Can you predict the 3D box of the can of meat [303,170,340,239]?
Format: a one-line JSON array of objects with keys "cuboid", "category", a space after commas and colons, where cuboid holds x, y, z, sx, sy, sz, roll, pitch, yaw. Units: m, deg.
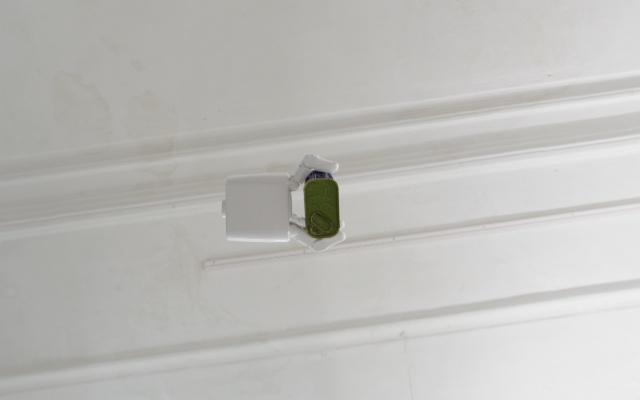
[{"cuboid": [0.000, 0.002, 0.810, 0.057, 0.102, 0.084, -3, 16, -2], "category": "can of meat"}]
